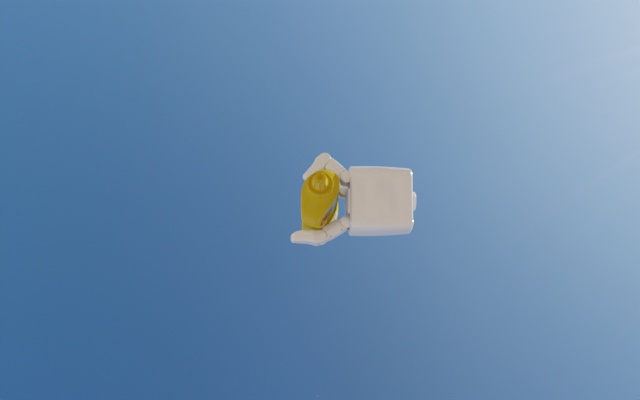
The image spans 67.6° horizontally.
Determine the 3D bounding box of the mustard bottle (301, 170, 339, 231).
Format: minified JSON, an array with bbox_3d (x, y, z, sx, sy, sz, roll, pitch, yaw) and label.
[{"bbox_3d":[0.000,0.003,0.803,0.058,0.096,0.192,23,-21,9],"label":"mustard bottle"}]
